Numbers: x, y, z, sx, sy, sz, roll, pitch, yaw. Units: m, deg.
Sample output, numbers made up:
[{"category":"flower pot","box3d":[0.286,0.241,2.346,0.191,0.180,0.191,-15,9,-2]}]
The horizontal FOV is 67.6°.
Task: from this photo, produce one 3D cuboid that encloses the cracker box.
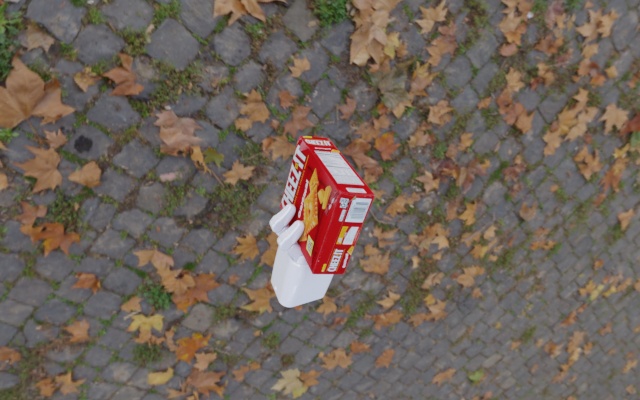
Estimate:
[{"category":"cracker box","box3d":[0.000,0.003,0.856,0.072,0.164,0.213,4,30,-26]}]
